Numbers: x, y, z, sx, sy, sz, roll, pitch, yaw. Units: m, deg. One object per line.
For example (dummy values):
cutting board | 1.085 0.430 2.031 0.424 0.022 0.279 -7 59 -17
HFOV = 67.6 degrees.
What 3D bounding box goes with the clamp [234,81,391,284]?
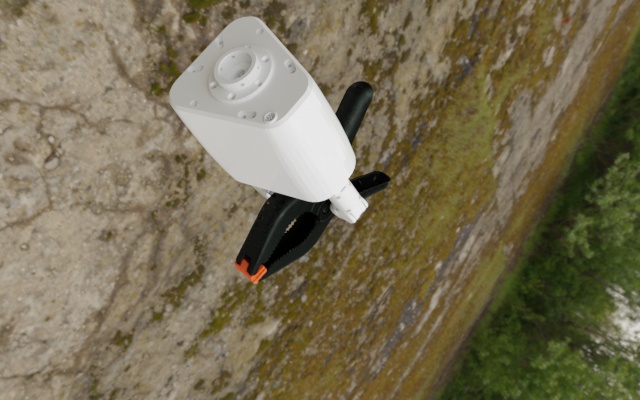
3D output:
clamp | 0.000 0.002 0.492 0.036 0.210 0.165 34 -10 31
